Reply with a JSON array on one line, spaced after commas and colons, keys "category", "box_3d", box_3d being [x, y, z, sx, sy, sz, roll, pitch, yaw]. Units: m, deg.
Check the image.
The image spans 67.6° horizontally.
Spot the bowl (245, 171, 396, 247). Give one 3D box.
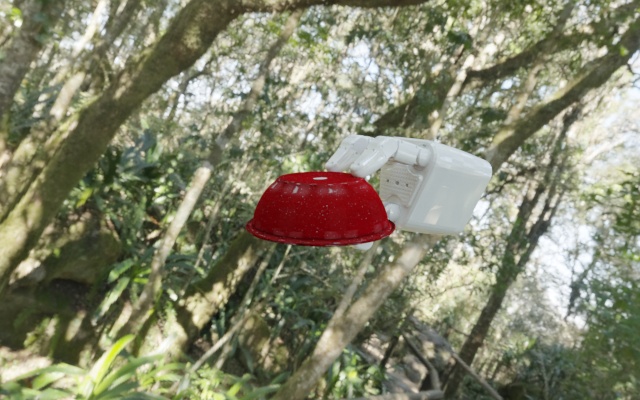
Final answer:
[{"category": "bowl", "box_3d": [-0.001, 0.001, 0.512, 0.162, 0.055, 0.162, 0, 12, 0]}]
